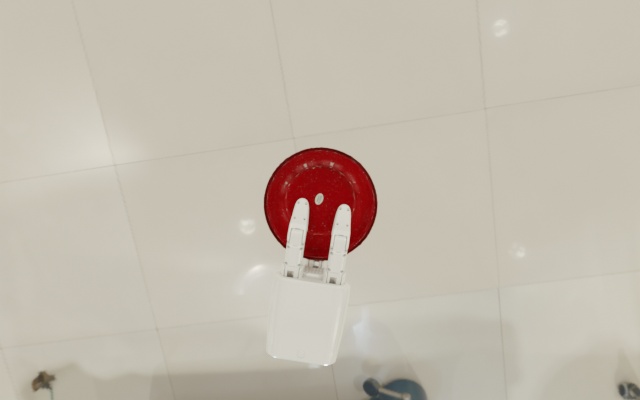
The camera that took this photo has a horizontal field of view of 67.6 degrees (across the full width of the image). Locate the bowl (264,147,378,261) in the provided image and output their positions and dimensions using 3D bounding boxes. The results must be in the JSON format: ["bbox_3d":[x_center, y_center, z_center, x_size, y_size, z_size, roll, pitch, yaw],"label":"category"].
[{"bbox_3d":[0.000,0.001,0.650,0.162,0.162,0.055,0,-5,0],"label":"bowl"}]
